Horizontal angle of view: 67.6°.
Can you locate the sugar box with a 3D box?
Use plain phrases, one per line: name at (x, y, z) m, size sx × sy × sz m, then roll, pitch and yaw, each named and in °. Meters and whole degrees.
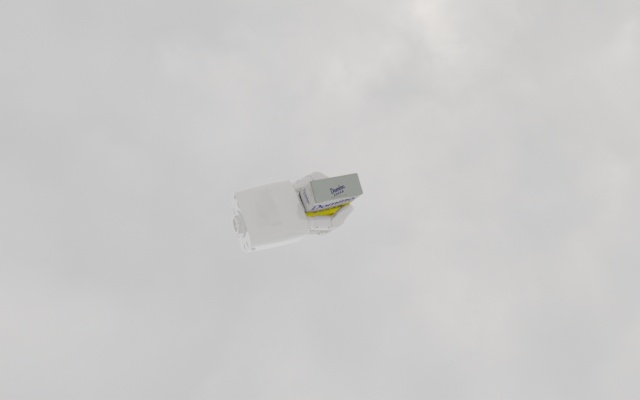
sugar box at (0.000, 0.003, 0.883) m, size 0.093 × 0.048 × 0.176 m, roll -11°, pitch -10°, yaw -22°
